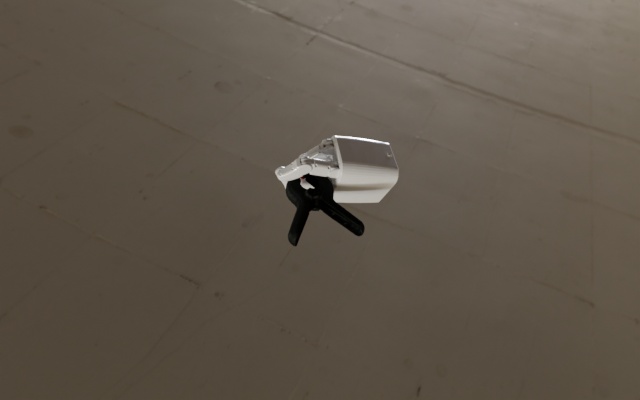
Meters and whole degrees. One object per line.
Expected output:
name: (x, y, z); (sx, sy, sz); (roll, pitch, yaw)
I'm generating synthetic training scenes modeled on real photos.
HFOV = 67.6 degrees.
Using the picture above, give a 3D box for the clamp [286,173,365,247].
clamp: (0.000, 0.003, 0.769); (0.120, 0.171, 0.039); (3, -43, -16)
